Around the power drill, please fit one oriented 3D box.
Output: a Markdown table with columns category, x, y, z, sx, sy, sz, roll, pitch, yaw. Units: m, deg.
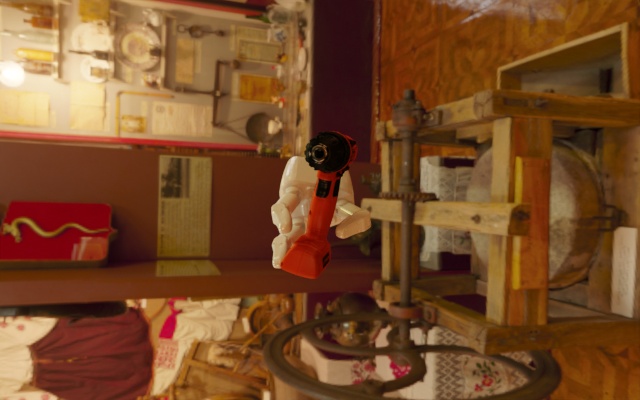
| category | x | y | z | sx | sy | sz | roll | pitch | yaw |
| --- | --- | --- | --- | --- | --- | --- | --- | --- | --- |
| power drill | 0.000 | 0.002 | 0.623 | 0.057 | 0.188 | 0.184 | 18 | 10 | 10 |
